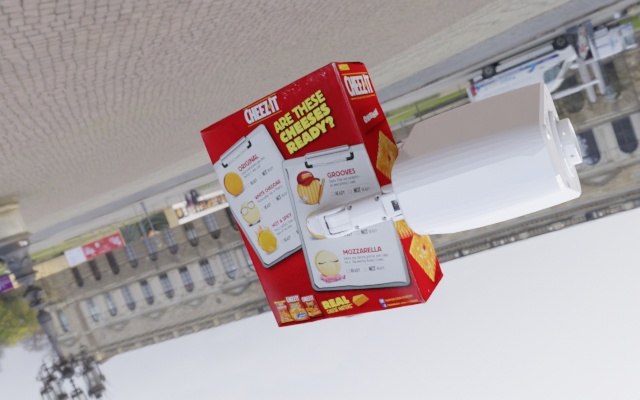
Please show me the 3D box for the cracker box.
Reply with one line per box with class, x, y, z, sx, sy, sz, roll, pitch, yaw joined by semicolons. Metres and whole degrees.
cracker box;0.000;0.002;0.455;0.164;0.214;0.072;-18;5;32
